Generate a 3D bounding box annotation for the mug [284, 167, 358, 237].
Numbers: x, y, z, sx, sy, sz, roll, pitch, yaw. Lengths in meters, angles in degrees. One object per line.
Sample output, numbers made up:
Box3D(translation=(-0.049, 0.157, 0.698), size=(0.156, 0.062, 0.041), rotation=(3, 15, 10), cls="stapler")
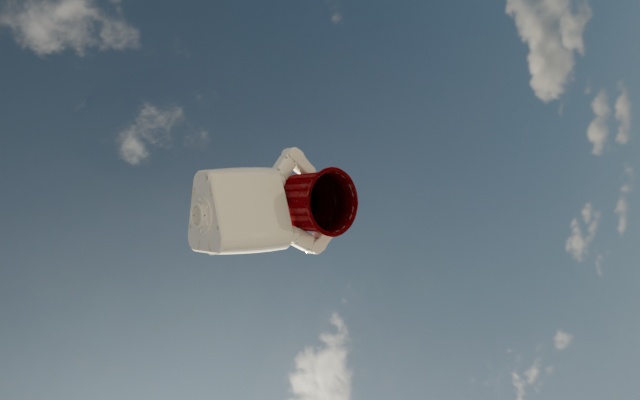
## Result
Box3D(translation=(0.001, 0.002, 0.672), size=(0.117, 0.093, 0.081), rotation=(-1, 0, -42), cls="mug")
